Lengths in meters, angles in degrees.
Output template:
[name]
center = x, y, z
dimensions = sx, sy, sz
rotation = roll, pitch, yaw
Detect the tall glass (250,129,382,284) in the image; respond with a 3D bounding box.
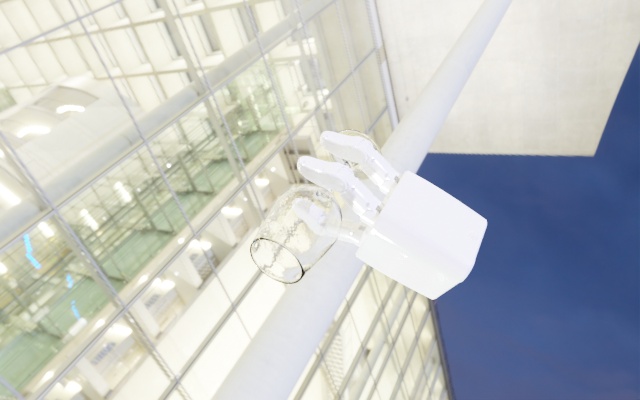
[tall glass]
center = 0.000, 0.001, 0.539
dimensions = 0.079, 0.079, 0.201
rotation = 0, 37, 34
